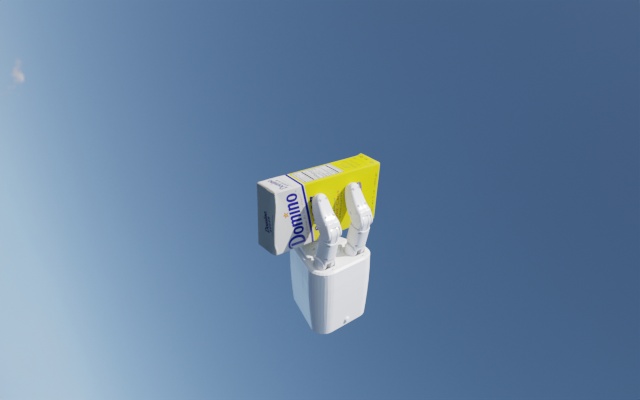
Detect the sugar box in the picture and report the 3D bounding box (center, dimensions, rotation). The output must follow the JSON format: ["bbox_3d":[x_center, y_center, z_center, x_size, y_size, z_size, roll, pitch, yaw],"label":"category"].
[{"bbox_3d":[0.001,0.002,0.641,0.176,0.093,0.048,-21,35,-36],"label":"sugar box"}]
